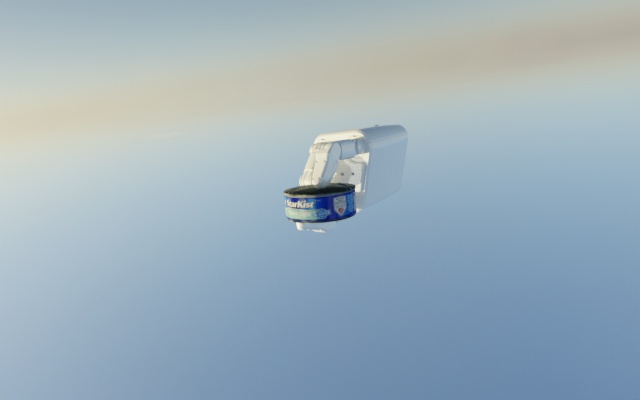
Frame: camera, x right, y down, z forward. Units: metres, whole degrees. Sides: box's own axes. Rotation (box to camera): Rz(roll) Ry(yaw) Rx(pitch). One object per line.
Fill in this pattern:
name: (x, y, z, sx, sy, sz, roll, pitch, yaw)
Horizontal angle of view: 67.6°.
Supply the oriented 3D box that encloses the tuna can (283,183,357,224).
tuna can: (0.000, 0.002, 0.567, 0.086, 0.034, 0.086, -5, 10, 1)
